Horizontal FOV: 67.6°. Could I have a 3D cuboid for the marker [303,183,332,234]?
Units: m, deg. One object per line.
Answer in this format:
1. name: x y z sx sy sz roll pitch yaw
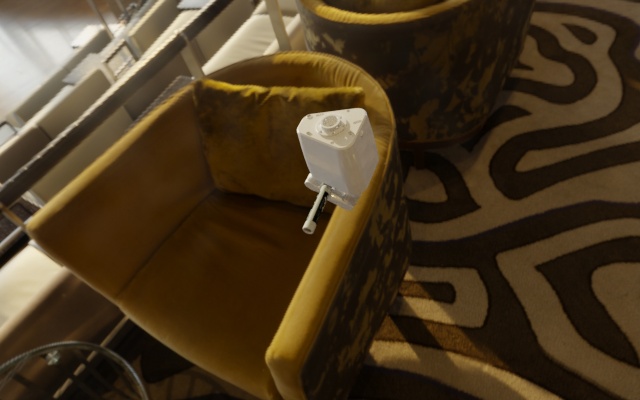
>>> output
1. marker: 0.000 0.003 0.805 0.020 0.121 0.020 17 -33 11
